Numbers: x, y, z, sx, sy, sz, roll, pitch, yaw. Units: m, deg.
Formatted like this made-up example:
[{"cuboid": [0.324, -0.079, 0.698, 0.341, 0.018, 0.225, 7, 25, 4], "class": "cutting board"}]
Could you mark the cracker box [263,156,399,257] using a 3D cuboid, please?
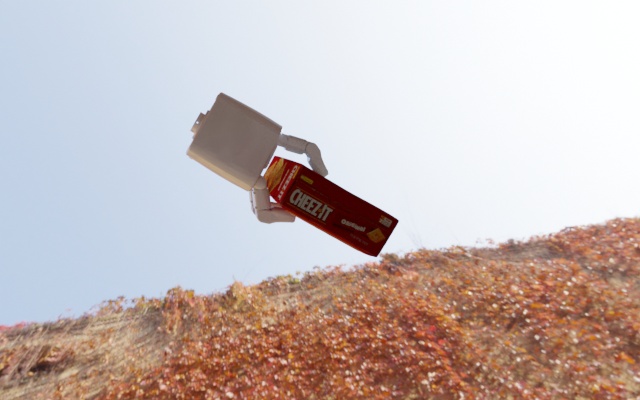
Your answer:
[{"cuboid": [0.000, 0.002, 0.740, 0.164, 0.072, 0.213, 29, 1, -17], "class": "cracker box"}]
